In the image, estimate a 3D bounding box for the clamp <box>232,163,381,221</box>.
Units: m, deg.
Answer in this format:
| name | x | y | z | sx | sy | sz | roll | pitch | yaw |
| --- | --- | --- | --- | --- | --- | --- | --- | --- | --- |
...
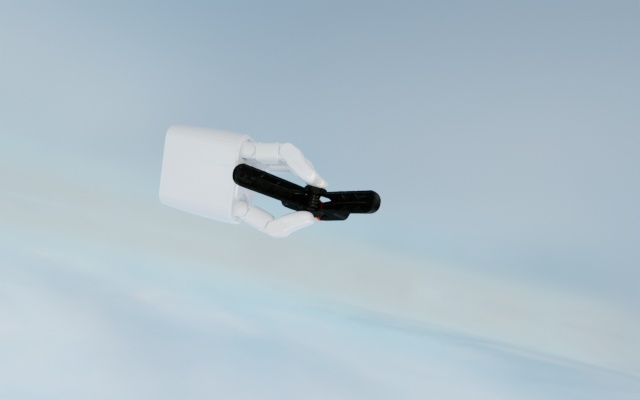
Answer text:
| name | x | y | z | sx | sy | sz | roll | pitch | yaw |
| --- | --- | --- | --- | --- | --- | --- | --- | --- | --- |
| clamp | 0.000 | 0.003 | 0.598 | 0.164 | 0.036 | 0.210 | 12 | -8 | 13 |
